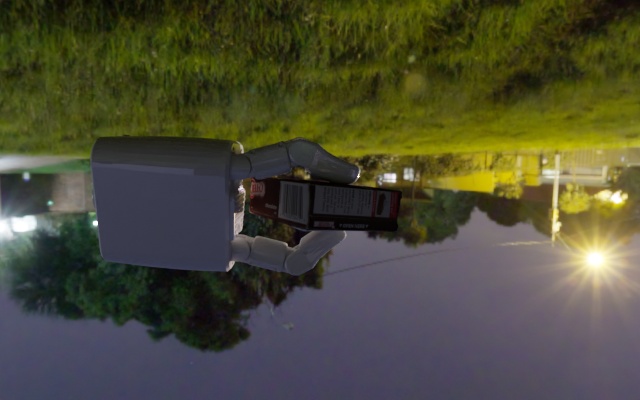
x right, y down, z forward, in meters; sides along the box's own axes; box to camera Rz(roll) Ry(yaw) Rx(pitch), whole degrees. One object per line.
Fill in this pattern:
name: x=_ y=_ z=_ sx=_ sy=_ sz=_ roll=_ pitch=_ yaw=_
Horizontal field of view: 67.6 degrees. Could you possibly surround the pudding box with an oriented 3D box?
pudding box: x=0.000 y=0.002 z=0.415 sx=0.090 sy=0.039 sz=0.113 roll=3 pitch=6 yaw=-31
